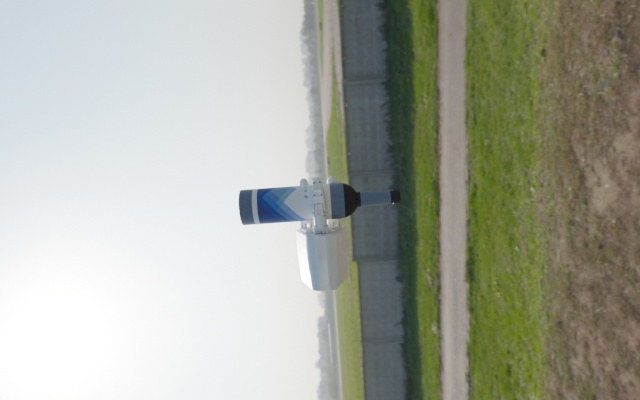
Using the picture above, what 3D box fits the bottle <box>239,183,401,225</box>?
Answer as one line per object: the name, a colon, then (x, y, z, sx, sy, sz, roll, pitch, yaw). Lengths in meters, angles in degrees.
bottle: (0.000, 0.003, 0.889, 0.296, 0.069, 0.069, -4, 0, 1)
